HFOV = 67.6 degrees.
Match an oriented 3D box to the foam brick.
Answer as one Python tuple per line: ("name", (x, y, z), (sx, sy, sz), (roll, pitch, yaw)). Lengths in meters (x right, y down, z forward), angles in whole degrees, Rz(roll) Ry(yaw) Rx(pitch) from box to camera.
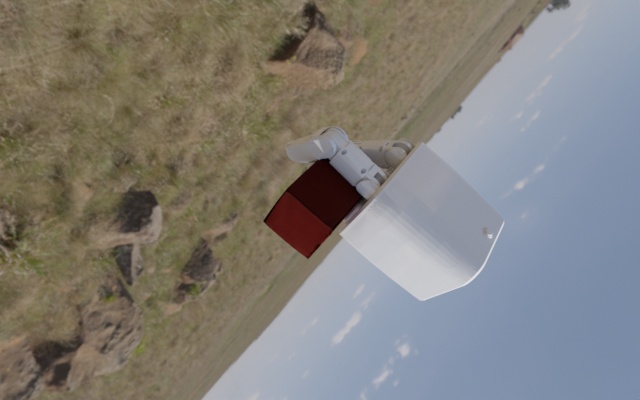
("foam brick", (0.000, 0.001, 0.413), (0.078, 0.051, 0.053), (-46, -3, -42))
